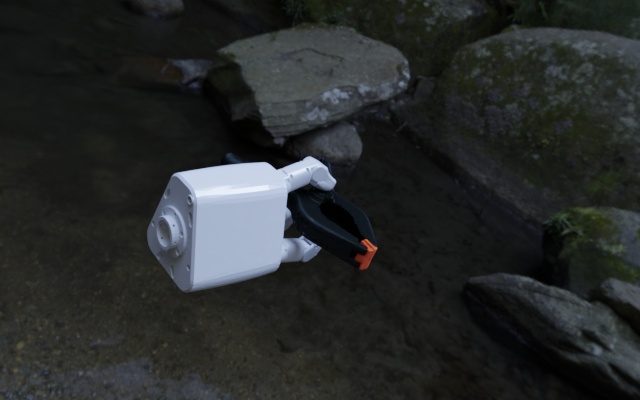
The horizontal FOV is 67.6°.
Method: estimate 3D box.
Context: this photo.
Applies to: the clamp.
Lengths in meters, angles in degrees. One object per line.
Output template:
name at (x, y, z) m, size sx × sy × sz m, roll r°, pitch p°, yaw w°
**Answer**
clamp at (0.001, 0.002, 0.569) m, size 0.164 × 0.036 × 0.210 m, roll -9°, pitch 40°, yaw -46°
